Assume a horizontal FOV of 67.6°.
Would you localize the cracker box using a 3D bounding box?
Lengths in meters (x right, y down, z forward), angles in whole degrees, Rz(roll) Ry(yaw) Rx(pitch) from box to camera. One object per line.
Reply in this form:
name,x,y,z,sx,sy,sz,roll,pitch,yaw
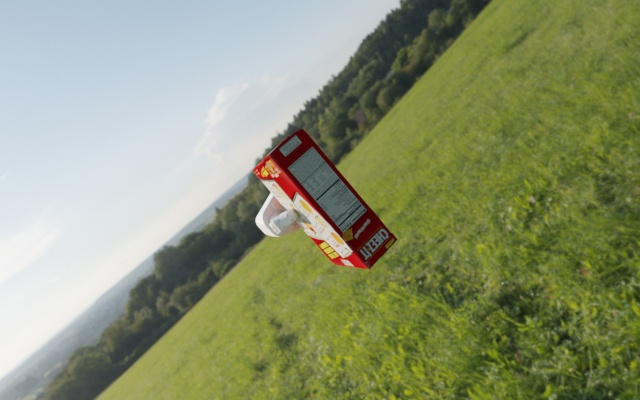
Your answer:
cracker box,0.000,0.002,0.732,0.072,0.214,0.164,-43,8,-15
